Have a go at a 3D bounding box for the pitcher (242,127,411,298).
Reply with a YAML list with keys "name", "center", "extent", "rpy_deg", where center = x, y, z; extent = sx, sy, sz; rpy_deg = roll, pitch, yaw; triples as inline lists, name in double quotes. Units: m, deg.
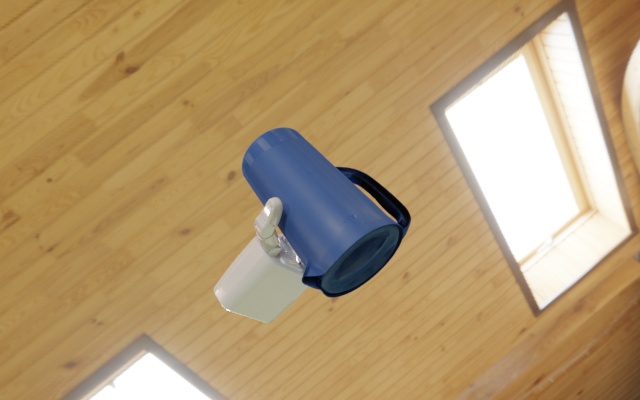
- name: "pitcher"
  center: [0.000, 0.002, 0.677]
  extent: [0.242, 0.145, 0.149]
  rpy_deg: [49, 16, 30]
